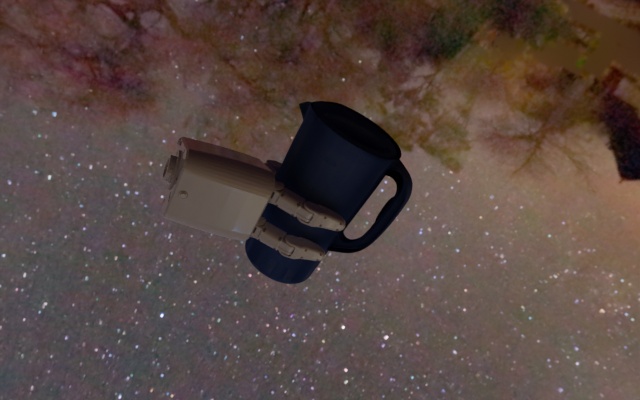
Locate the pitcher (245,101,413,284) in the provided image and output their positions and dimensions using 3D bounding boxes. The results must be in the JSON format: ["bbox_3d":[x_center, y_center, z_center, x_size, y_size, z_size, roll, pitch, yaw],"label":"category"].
[{"bbox_3d":[0.000,0.002,0.646,0.145,0.243,0.149,17,29,-26],"label":"pitcher"}]
